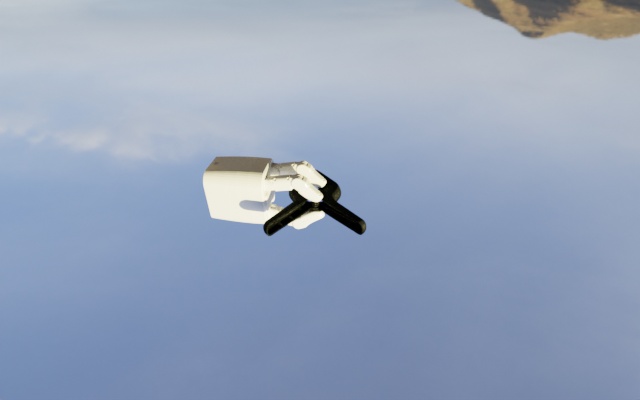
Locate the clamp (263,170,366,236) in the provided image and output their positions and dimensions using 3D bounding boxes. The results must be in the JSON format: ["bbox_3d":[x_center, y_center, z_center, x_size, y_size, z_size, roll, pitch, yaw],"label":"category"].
[{"bbox_3d":[0.000,0.003,0.839,0.164,0.036,0.210,4,29,5],"label":"clamp"}]
